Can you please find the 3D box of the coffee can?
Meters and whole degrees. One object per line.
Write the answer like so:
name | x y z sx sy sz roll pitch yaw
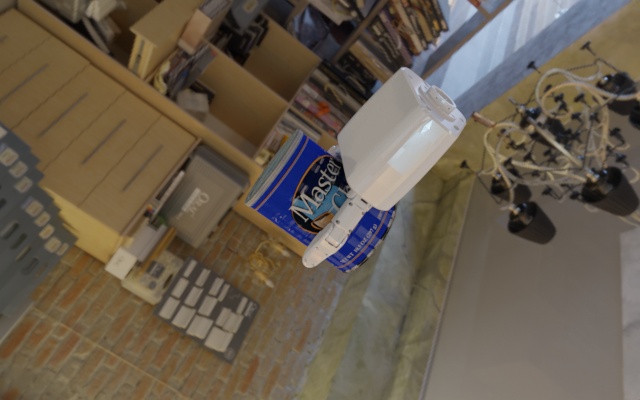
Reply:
coffee can | 0.000 0.002 0.545 0.140 0.103 0.103 36 -9 -12
